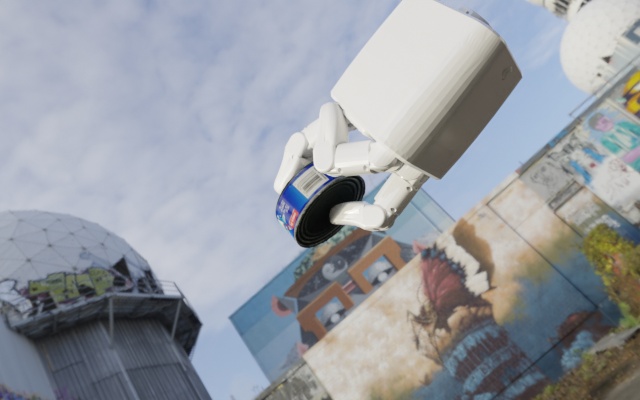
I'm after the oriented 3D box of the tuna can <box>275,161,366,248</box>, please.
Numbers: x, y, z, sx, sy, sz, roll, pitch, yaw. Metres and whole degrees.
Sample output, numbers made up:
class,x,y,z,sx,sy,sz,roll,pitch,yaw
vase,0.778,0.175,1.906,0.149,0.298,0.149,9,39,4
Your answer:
class,x,y,z,sx,sy,sz,roll,pitch,yaw
tuna can,0.000,0.001,0.449,0.033,0.086,0.086,43,24,28
